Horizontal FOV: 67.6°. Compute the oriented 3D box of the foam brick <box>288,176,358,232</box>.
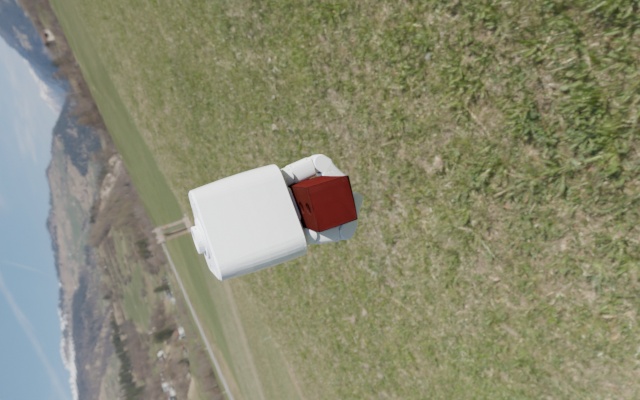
[{"bbox_3d":[0.000,0.002,0.556,0.051,0.053,0.078,-17,9,-21],"label":"foam brick"}]
